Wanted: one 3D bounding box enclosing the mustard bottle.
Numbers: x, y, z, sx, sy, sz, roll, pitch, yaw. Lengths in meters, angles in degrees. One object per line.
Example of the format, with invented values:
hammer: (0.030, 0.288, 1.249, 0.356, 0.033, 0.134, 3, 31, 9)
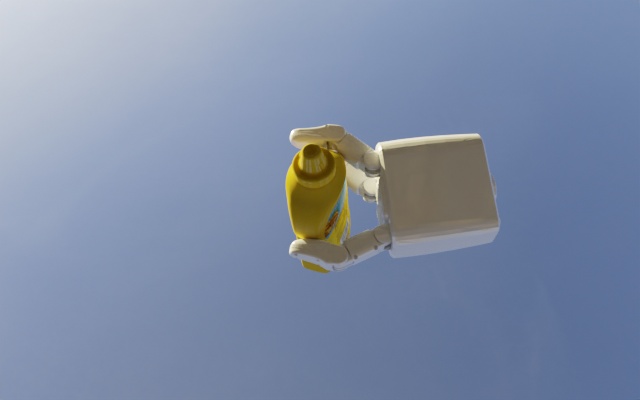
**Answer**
mustard bottle: (0.000, 0.002, 0.509, 0.058, 0.096, 0.192, 14, -26, 12)
